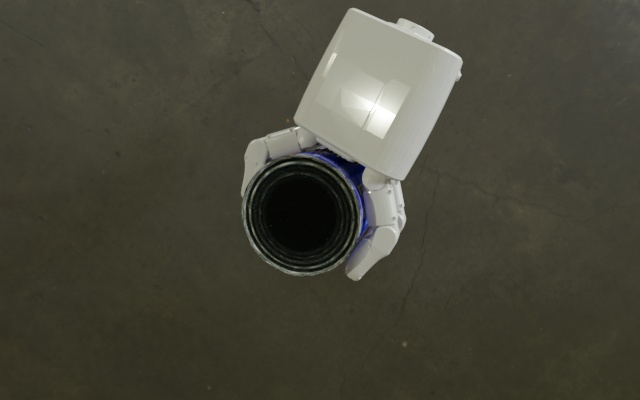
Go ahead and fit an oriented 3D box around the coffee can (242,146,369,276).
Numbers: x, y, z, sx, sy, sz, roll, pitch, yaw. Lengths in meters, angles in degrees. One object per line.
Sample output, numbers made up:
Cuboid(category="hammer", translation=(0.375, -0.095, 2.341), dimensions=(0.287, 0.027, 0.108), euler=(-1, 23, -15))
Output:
Cuboid(category="coffee can", translation=(0.000, 0.002, 0.456), dimensions=(0.103, 0.103, 0.140), euler=(0, 10, 15))
